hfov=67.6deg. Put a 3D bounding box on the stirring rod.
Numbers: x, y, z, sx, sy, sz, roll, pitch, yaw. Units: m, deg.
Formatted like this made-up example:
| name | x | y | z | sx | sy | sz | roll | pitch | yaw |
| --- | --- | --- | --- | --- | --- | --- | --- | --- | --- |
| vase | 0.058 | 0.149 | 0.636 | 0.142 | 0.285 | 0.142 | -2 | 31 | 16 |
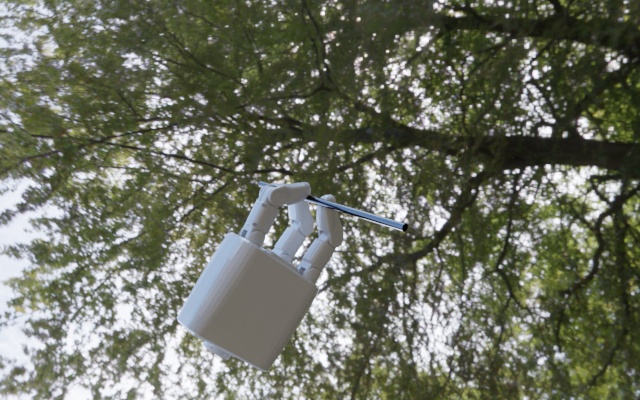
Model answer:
| name | x | y | z | sx | sy | sz | roll | pitch | yaw |
| --- | --- | --- | --- | --- | --- | --- | --- | --- | --- |
| stirring rod | 0.000 | 0.002 | 0.520 | 0.011 | 0.011 | 0.239 | 0 | 11 | -40 |
